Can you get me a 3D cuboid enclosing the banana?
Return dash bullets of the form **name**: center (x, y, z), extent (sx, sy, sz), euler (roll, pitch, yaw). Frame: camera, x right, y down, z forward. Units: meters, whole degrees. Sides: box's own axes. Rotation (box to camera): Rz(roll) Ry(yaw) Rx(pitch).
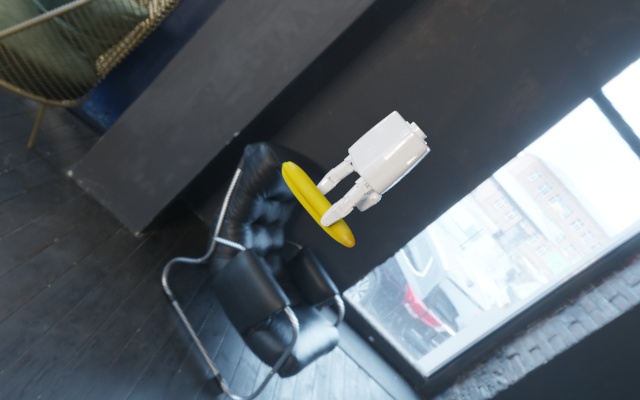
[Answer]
- **banana**: center (-0.008, 0.000, 0.817), extent (0.037, 0.197, 0.069), euler (-41, -13, 14)
